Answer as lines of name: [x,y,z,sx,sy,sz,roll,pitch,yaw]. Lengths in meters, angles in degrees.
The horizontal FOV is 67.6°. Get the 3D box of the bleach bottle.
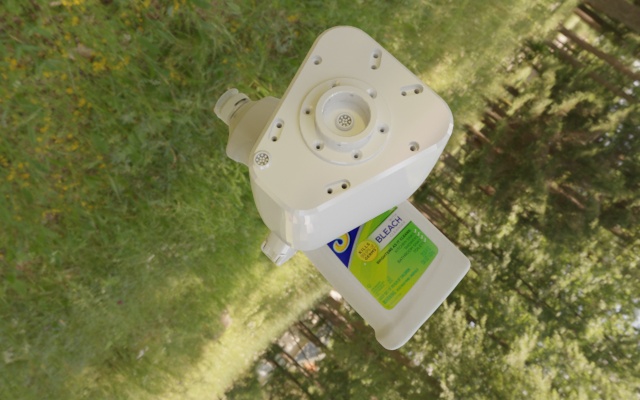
bleach bottle: [0.000,0.001,0.409,0.251,0.102,0.068,43,-11,8]
